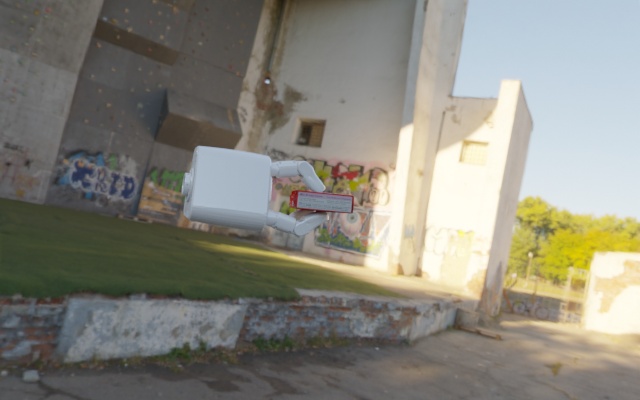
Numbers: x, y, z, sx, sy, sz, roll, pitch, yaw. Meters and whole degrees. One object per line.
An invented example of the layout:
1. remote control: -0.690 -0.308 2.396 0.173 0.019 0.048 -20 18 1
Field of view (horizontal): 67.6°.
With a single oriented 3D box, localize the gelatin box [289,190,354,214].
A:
1. gelatin box: 0.000 0.002 0.726 0.089 0.030 0.073 5 0 -8
